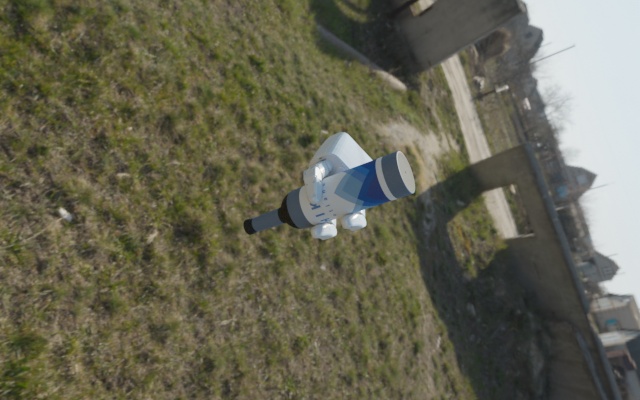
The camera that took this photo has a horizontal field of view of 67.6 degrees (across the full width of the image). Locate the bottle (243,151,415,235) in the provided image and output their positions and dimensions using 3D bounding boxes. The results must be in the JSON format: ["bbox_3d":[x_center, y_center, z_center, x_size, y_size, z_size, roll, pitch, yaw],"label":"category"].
[{"bbox_3d":[0.000,0.002,0.761,0.296,0.069,0.069,-19,-9,26],"label":"bottle"}]
